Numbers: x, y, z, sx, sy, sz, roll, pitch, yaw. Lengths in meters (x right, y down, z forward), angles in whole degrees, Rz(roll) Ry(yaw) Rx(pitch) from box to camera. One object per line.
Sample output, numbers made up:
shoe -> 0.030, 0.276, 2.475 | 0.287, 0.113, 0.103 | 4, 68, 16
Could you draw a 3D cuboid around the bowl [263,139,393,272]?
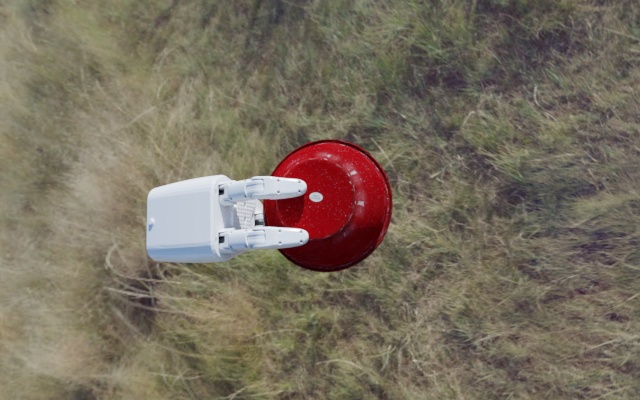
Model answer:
bowl -> 0.001, 0.001, 0.550 | 0.162, 0.162, 0.055 | 0, -8, 14
